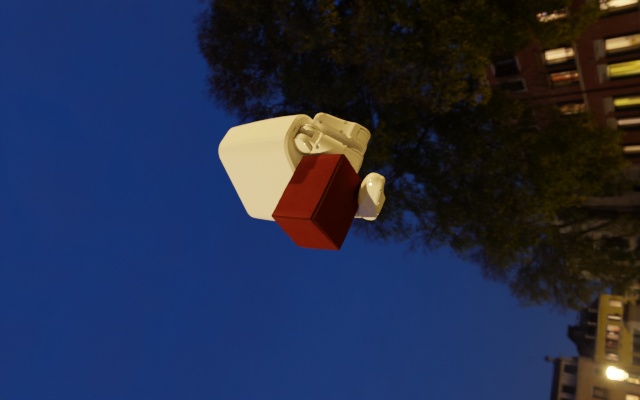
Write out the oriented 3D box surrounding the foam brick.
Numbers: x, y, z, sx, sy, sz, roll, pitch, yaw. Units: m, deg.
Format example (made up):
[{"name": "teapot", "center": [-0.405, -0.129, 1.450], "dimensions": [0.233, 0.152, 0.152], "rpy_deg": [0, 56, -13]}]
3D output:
[{"name": "foam brick", "center": [0.000, 0.002, 0.456], "dimensions": [0.051, 0.078, 0.053], "rpy_deg": [1, -38, 37]}]
